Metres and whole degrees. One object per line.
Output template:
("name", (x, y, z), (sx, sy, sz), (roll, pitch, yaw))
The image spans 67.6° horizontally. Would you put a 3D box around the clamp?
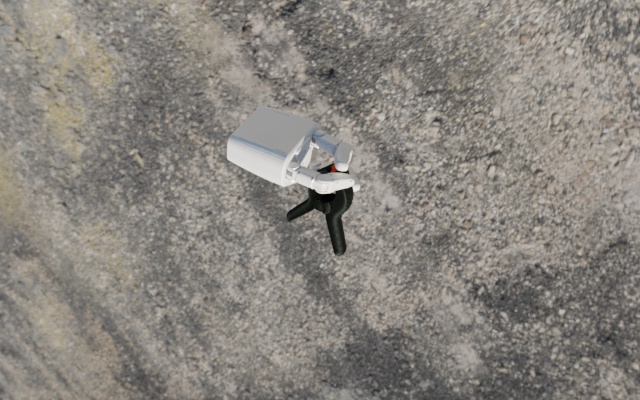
("clamp", (0.000, 0.003, 0.771), (0.120, 0.172, 0.039), (23, 37, 18))
